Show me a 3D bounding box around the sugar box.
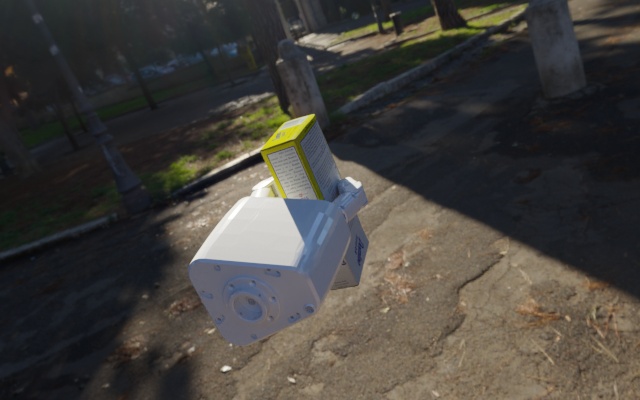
[{"bbox_3d":[0.000,0.002,0.525,0.048,0.176,0.093,-13,22,20],"label":"sugar box"}]
